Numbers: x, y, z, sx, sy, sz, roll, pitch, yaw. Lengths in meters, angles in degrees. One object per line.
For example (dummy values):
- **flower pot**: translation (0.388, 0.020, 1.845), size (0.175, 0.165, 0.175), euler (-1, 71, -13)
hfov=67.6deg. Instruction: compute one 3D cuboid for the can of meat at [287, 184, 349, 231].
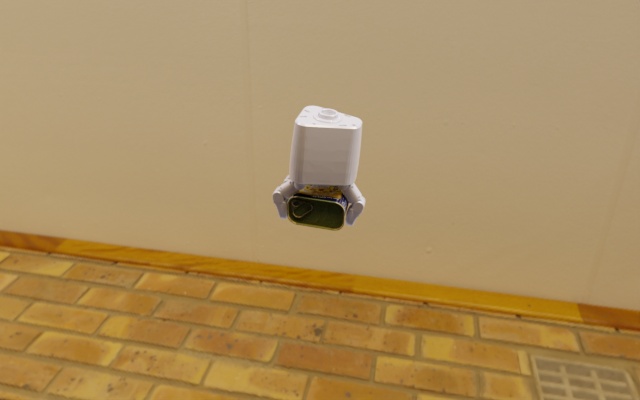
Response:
- **can of meat**: translation (0.000, 0.003, 0.854), size (0.102, 0.057, 0.084), euler (8, 32, 9)
